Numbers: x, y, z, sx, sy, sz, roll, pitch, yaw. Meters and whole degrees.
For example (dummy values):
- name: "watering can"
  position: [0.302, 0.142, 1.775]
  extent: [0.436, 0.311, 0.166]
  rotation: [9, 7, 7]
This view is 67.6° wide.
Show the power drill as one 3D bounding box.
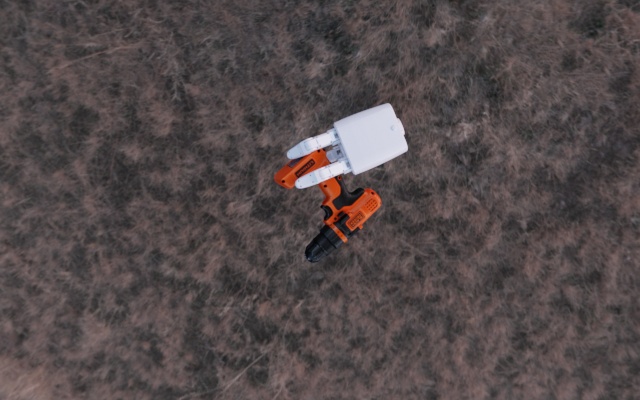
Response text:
- name: "power drill"
  position: [0.000, 0.002, 0.895]
  extent: [0.184, 0.188, 0.057]
  rotation: [-44, 23, -7]
